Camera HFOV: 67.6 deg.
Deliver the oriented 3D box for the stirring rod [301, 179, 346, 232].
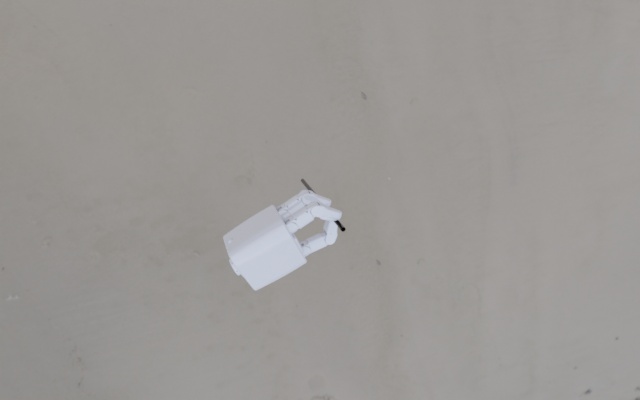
[{"bbox_3d":[0.000,0.003,0.891,0.011,0.011,0.239,0,22,-20],"label":"stirring rod"}]
